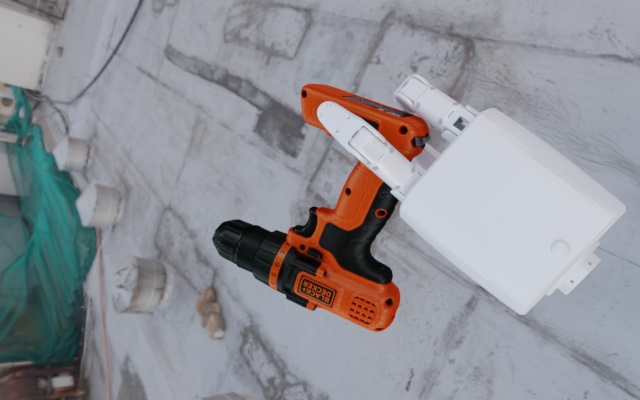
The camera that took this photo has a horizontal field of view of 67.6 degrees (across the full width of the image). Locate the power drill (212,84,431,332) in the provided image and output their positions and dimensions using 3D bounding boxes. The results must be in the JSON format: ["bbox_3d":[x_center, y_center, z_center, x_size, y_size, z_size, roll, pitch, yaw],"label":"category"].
[{"bbox_3d":[0.000,0.001,0.409,0.184,0.188,0.057,21,22,16],"label":"power drill"}]
